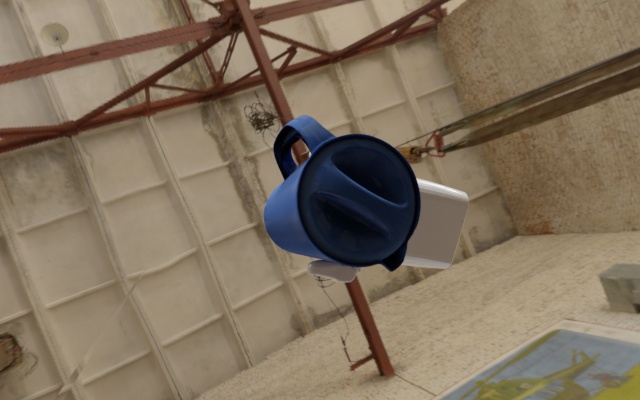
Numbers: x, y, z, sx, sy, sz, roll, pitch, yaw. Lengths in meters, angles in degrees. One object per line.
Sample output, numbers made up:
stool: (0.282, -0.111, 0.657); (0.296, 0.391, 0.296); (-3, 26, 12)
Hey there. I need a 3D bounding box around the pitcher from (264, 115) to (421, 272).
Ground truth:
pitcher: (0.000, 0.002, 0.578); (0.145, 0.149, 0.243); (11, -9, -17)
